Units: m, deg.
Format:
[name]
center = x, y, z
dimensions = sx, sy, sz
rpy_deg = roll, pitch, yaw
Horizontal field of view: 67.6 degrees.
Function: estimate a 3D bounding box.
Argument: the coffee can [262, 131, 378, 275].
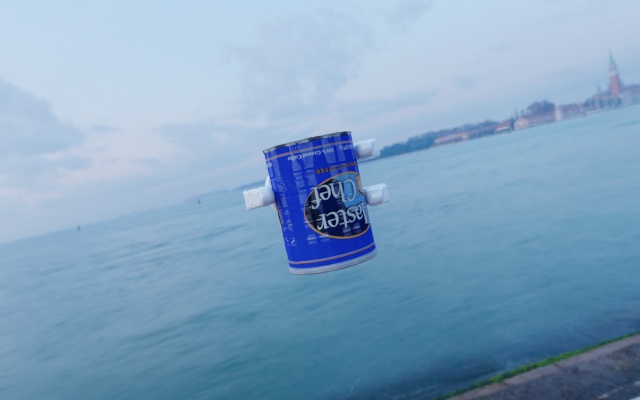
[coffee can]
center = 0.000, 0.002, 0.540
dimensions = 0.103, 0.140, 0.103
rpy_deg = -12, 3, 1
